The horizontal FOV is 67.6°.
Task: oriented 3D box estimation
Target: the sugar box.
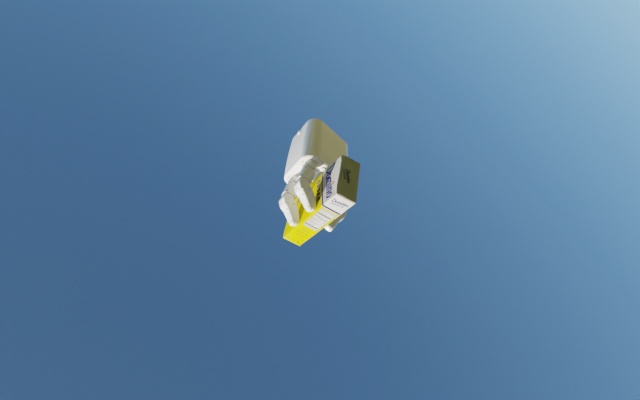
[{"bbox_3d":[0.000,0.003,0.854,0.048,0.093,0.176,26,-42,-19],"label":"sugar box"}]
